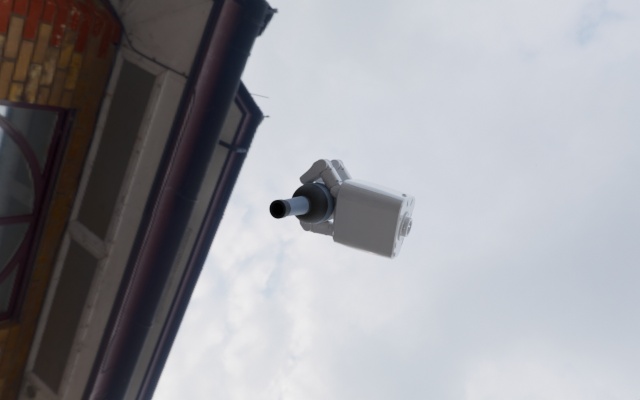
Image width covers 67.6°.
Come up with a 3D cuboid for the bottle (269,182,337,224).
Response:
[{"bbox_3d":[0.000,0.003,0.798,0.069,0.069,0.295,0,4,24],"label":"bottle"}]
